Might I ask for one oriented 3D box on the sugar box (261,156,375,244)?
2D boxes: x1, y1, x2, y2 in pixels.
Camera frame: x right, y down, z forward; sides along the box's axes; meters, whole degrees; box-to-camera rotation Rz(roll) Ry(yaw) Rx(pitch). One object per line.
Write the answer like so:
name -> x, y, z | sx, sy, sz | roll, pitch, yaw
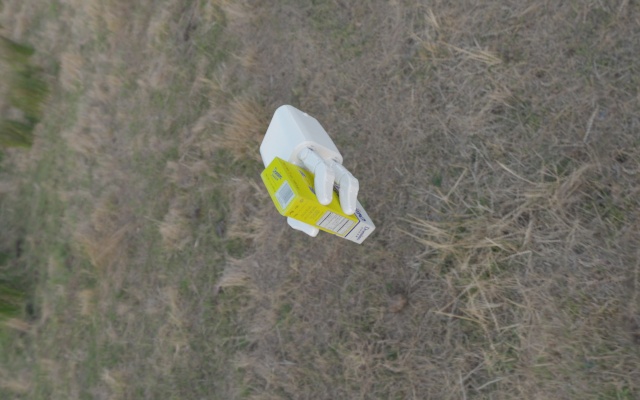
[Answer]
sugar box -> 0.000, 0.002, 0.725 | 0.176, 0.048, 0.093 | 20, 29, -43
